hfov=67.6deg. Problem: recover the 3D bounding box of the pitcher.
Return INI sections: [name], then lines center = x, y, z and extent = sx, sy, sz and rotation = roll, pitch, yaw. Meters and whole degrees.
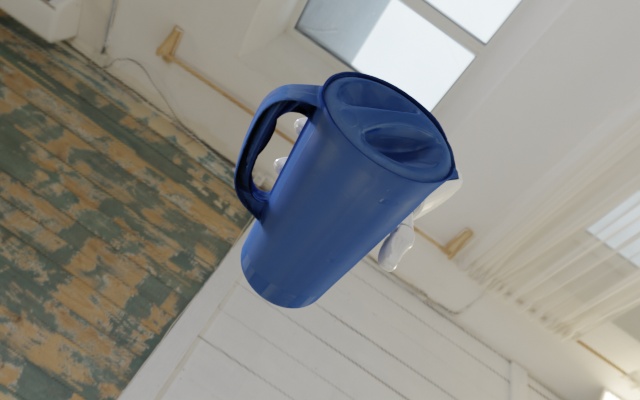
[pitcher]
center = 0.000, 0.002, 0.473
extent = 0.145, 0.149, 0.243
rotation = -23, -23, -46
